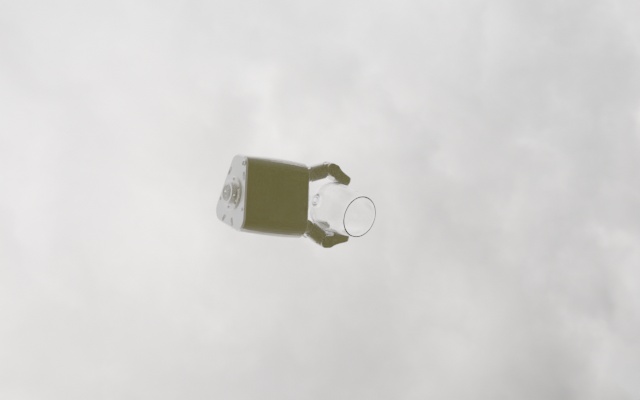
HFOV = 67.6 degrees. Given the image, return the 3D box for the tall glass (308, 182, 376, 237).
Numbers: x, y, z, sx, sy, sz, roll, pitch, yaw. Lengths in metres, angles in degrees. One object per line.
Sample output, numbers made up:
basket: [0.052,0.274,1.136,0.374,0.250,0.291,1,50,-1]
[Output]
tall glass: [0.000,0.002,0.771,0.079,0.079,0.201,0,12,-37]
